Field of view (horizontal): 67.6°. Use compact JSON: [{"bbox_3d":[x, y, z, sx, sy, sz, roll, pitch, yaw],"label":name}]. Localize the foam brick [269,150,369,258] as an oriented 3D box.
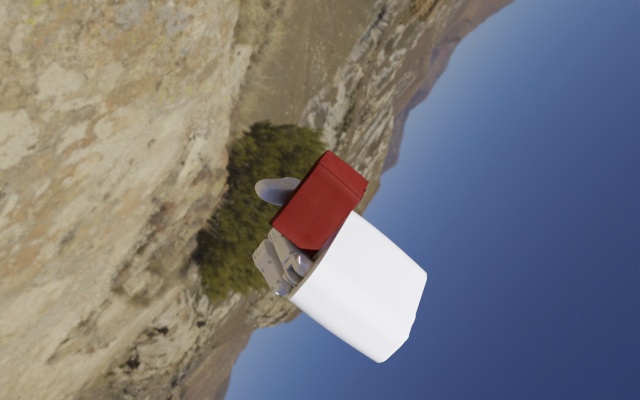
[{"bbox_3d":[0.000,0.001,0.441,0.051,0.078,0.053,38,23,-1],"label":"foam brick"}]
